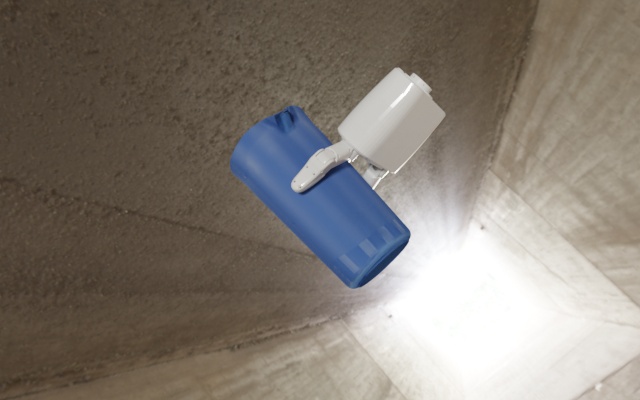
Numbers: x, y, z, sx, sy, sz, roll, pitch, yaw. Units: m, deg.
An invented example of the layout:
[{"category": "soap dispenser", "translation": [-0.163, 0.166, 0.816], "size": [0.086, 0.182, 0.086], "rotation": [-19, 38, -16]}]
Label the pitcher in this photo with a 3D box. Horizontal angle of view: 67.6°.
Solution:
[{"category": "pitcher", "translation": [0.000, 0.002, 0.650], "size": [0.242, 0.145, 0.149], "rotation": [47, 16, 17]}]
